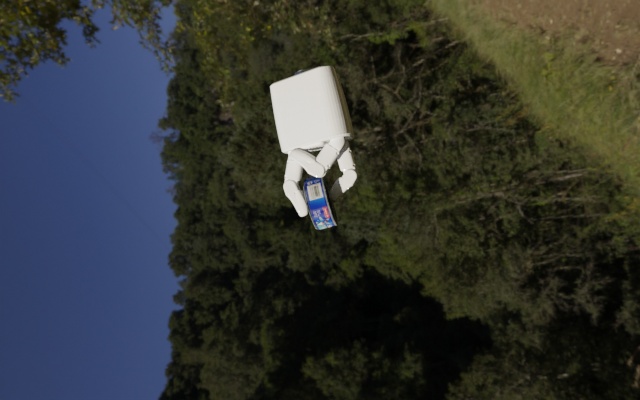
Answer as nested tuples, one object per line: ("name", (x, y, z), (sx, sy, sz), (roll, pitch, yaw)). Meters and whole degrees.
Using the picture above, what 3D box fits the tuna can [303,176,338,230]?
("tuna can", (0.000, 0.003, 0.759), (0.034, 0.086, 0.086), (-15, -2, 6))
